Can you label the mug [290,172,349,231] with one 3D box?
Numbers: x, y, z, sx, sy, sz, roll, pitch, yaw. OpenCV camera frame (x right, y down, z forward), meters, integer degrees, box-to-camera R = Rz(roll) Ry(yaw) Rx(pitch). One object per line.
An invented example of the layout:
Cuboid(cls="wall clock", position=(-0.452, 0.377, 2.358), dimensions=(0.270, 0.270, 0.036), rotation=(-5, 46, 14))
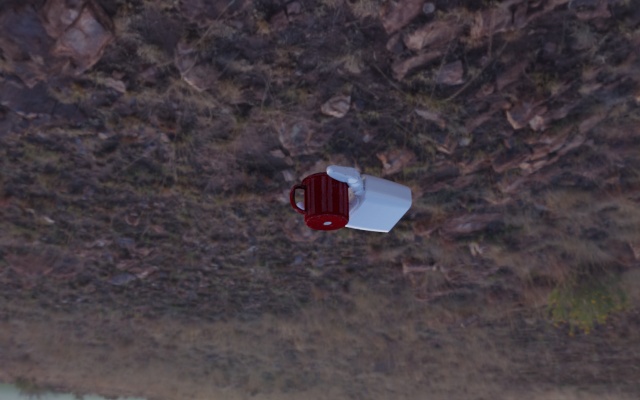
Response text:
Cuboid(cls="mug", position=(-0.001, 0.003, 0.868), dimensions=(0.117, 0.081, 0.093), rotation=(10, -27, -23))
